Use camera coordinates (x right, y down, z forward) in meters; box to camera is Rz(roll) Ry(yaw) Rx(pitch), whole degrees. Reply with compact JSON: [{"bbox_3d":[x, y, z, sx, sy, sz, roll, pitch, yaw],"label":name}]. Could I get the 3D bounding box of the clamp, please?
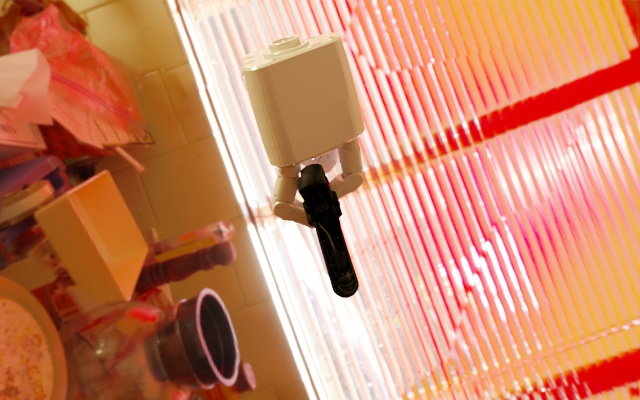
[{"bbox_3d":[0.001,0.001,0.468,0.039,0.120,0.171,-14,29,-3],"label":"clamp"}]
